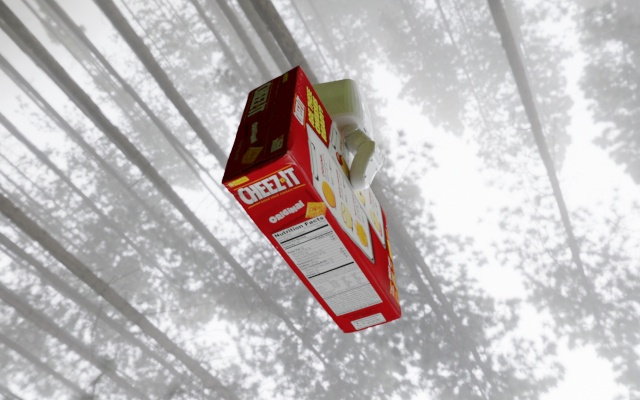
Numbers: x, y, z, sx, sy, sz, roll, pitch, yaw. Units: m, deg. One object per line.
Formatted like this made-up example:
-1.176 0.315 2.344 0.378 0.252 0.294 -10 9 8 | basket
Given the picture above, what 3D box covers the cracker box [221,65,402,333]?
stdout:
0.000 0.002 0.471 0.072 0.214 0.164 -23 34 17 | cracker box
